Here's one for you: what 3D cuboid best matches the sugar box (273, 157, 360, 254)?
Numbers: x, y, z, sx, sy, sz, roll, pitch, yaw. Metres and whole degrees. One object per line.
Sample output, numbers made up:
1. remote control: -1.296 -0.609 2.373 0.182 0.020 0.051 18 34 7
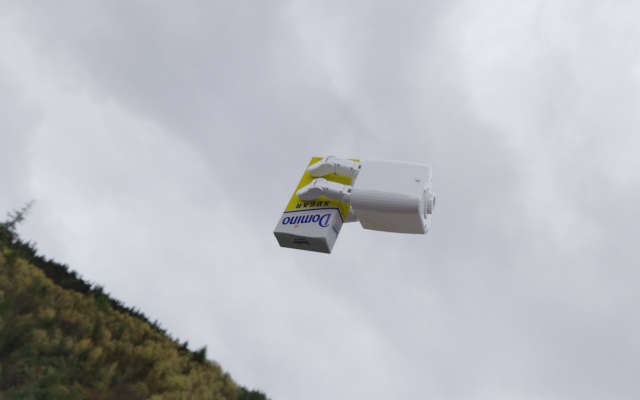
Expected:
1. sugar box: 0.000 0.002 0.789 0.093 0.048 0.176 5 47 25
